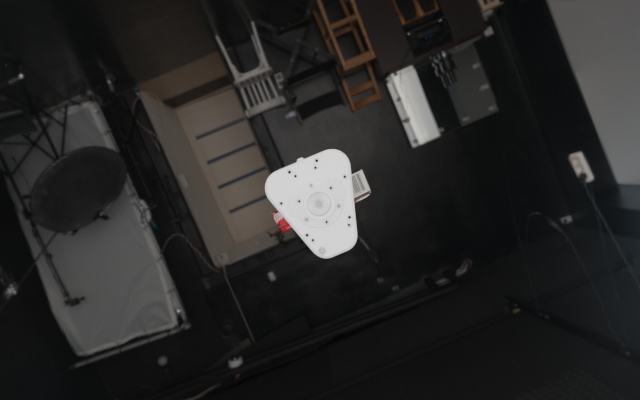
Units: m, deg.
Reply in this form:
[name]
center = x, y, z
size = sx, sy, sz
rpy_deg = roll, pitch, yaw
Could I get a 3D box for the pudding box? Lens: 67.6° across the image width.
[pudding box]
center = 0.000, 0.002, 0.655
size = 0.113, 0.039, 0.090
rpy_deg = -23, 0, -29
